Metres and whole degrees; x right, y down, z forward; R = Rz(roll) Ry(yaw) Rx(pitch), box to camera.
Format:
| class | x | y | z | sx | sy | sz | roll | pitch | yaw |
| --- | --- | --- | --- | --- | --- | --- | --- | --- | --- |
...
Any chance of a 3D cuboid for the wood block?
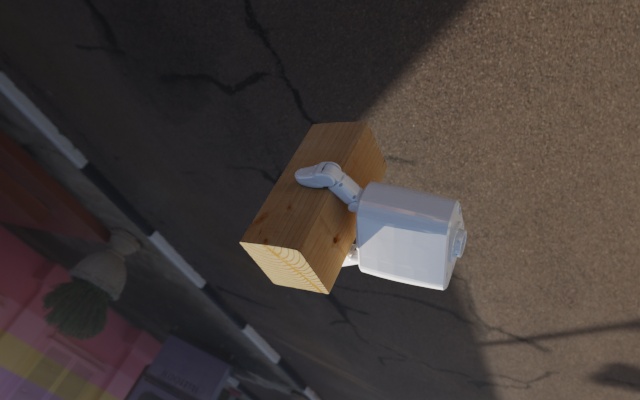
| class | x | y | z | sx | sy | sz | roll | pitch | yaw |
| --- | --- | --- | --- | --- | --- | --- | --- | --- | --- |
| wood block | 0.000 | 0.002 | 0.610 | 0.090 | 0.206 | 0.091 | 4 | -39 | 34 |
